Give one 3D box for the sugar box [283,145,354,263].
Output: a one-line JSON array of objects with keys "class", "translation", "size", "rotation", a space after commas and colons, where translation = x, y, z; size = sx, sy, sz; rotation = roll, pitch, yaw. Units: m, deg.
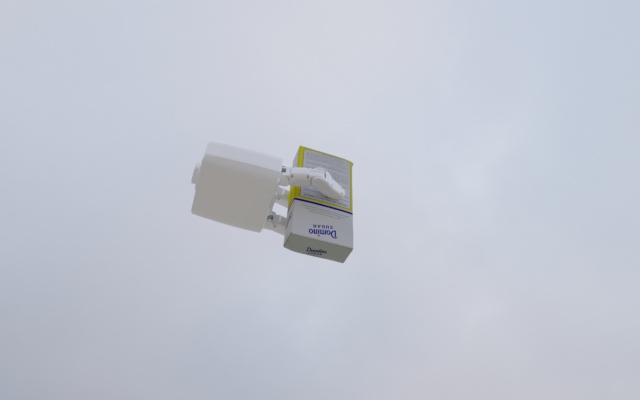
[{"class": "sugar box", "translation": [0.000, 0.003, 0.707], "size": [0.093, 0.176, 0.048], "rotation": [16, -41, -12]}]
